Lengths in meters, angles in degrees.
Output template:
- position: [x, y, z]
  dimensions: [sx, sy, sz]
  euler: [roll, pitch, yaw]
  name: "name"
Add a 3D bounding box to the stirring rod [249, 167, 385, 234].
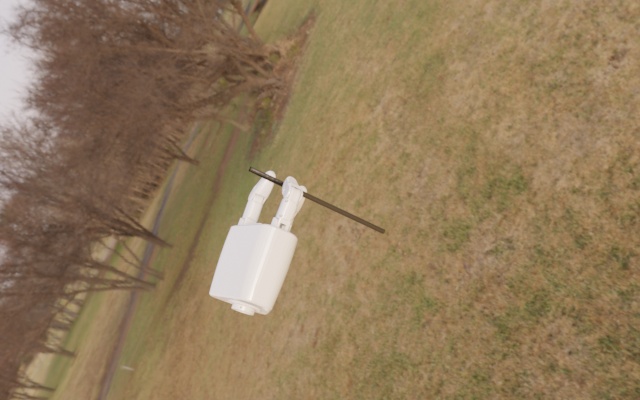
- position: [0.000, 0.003, 0.731]
  dimensions: [0.239, 0.011, 0.011]
  euler: [25, -9, -20]
  name: "stirring rod"
